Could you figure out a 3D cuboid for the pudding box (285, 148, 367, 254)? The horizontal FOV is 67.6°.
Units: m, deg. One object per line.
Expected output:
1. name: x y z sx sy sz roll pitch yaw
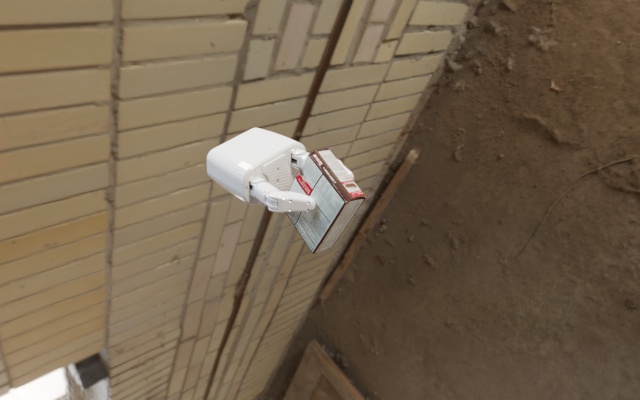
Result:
1. pudding box: 0.000 0.002 0.629 0.039 0.090 0.114 -17 -30 -38
